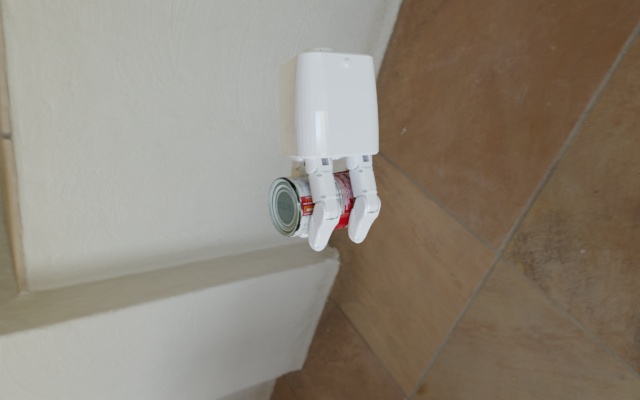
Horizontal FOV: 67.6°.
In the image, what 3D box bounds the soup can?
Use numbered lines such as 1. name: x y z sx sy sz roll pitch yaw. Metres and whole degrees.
1. soup can: 0.000 0.002 0.548 0.102 0.068 0.068 -8 4 -35
